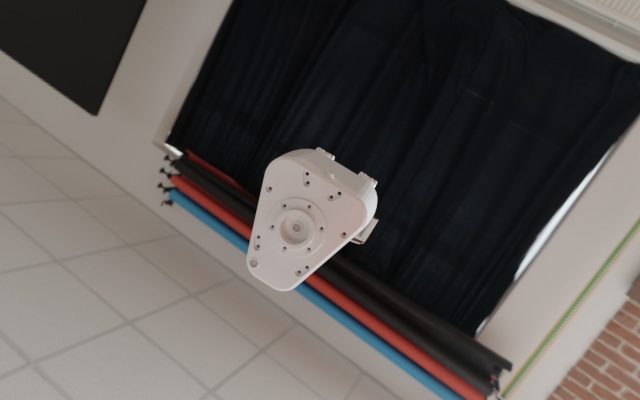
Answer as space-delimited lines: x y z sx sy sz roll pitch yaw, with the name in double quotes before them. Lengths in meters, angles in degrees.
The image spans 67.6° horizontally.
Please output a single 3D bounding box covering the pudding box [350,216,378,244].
"pudding box" 0.000 0.002 0.564 0.113 0.039 0.090 27 9 -24
